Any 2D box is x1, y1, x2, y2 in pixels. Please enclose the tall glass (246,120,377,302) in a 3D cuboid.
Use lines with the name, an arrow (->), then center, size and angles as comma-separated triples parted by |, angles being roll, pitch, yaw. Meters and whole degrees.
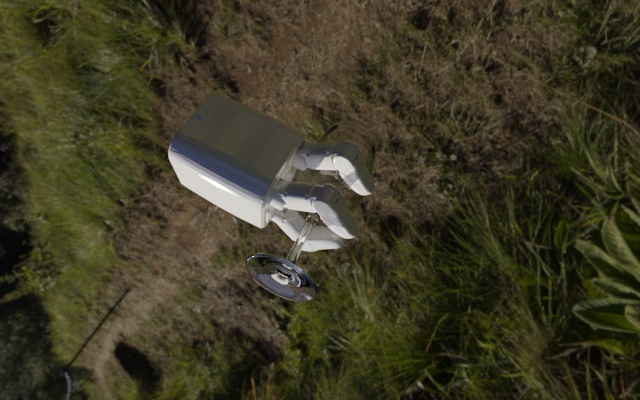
tall glass -> 0.000, 0.002, 0.504 | 0.079, 0.201, 0.079 | 18, -36, 14
